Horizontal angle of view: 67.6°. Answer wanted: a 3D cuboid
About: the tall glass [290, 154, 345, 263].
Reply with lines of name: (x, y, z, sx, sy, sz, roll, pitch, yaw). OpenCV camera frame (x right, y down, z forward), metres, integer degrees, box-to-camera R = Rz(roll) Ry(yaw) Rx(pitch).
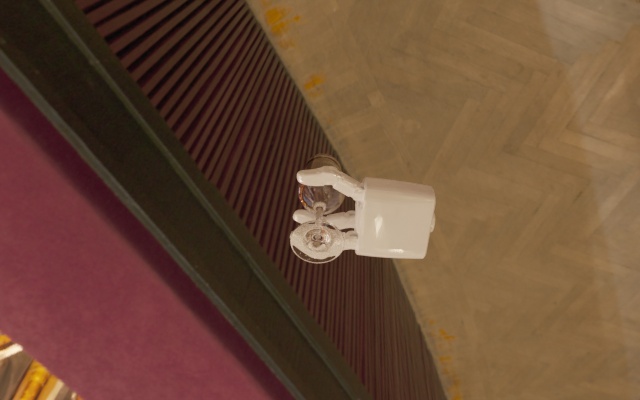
tall glass: (0.000, 0.003, 0.730, 0.079, 0.079, 0.201, 0, 34, 2)
